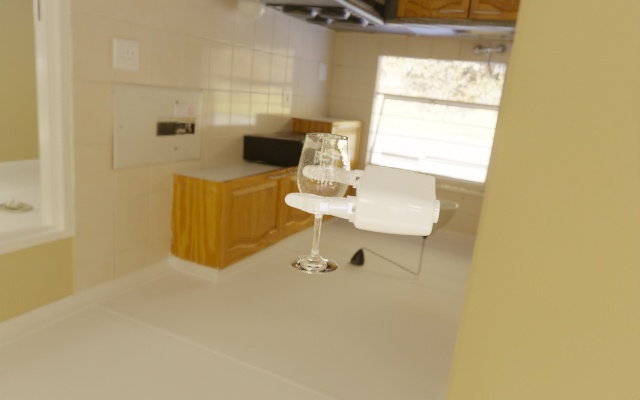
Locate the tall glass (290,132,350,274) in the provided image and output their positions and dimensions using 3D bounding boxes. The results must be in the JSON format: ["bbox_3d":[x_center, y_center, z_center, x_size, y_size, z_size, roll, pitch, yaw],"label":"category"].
[{"bbox_3d":[0.000,0.003,0.711,0.079,0.201,0.079,6,13,-1],"label":"tall glass"}]
